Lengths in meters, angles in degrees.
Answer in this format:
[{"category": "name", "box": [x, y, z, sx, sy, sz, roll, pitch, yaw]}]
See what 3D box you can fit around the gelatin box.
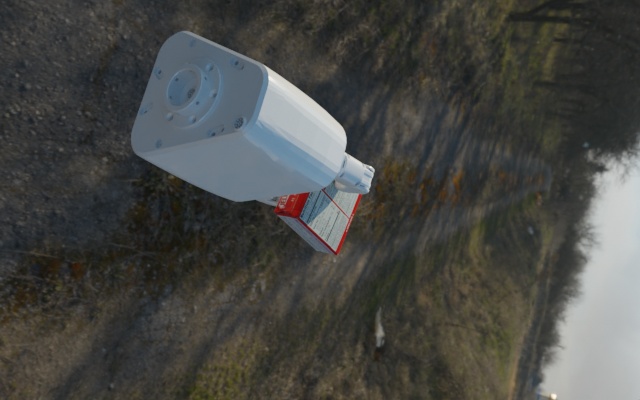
[{"category": "gelatin box", "box": [0.001, 0.002, 0.460, 0.030, 0.073, 0.089, 9, -23, 35]}]
